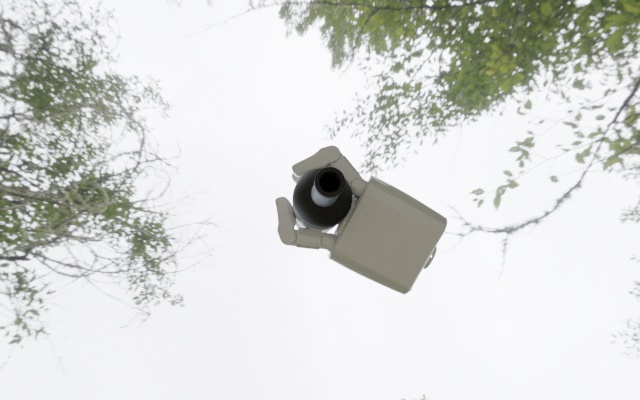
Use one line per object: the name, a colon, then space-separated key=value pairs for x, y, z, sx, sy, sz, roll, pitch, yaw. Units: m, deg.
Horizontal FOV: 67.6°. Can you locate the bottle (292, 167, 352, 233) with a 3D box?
bottle: x=0.000 y=0.002 z=0.565 sx=0.069 sy=0.069 sz=0.296 roll=0 pitch=-7 yaw=-3
